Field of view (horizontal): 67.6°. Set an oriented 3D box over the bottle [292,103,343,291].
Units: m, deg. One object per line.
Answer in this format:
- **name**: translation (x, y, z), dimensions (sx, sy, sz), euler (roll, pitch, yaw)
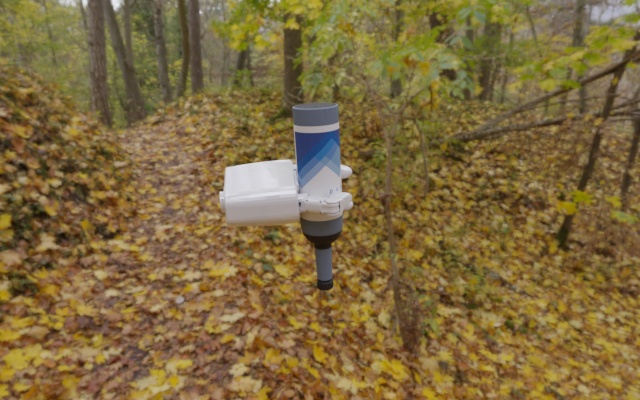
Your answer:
- **bottle**: translation (0.000, 0.002, 0.736), dimensions (0.069, 0.296, 0.069), euler (-3, 19, 1)
